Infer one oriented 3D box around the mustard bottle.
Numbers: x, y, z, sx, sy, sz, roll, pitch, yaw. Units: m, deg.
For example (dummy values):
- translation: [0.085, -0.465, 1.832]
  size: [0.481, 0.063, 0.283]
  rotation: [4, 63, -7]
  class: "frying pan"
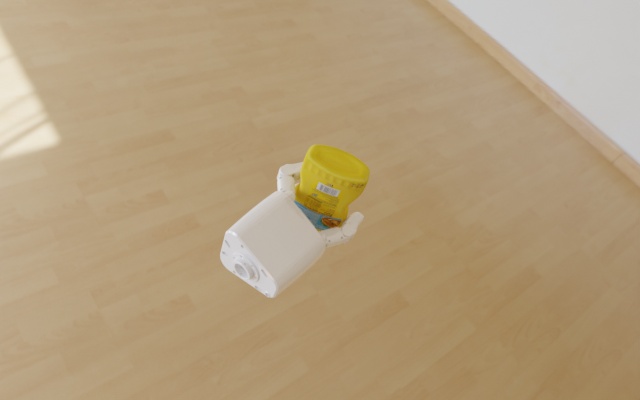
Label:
- translation: [0.000, 0.002, 0.744]
  size: [0.096, 0.058, 0.192]
  rotation: [21, -41, -4]
  class: "mustard bottle"
